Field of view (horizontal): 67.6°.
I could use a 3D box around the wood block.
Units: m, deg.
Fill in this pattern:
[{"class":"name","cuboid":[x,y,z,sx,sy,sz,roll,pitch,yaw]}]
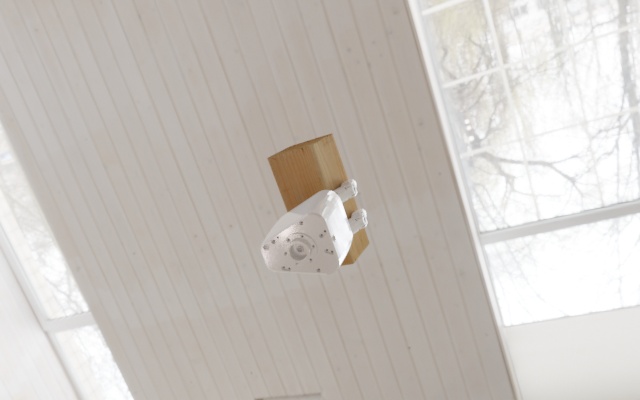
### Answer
[{"class":"wood block","cuboid":[0.000,0.003,0.814,0.091,0.206,0.090,-13,14,28]}]
